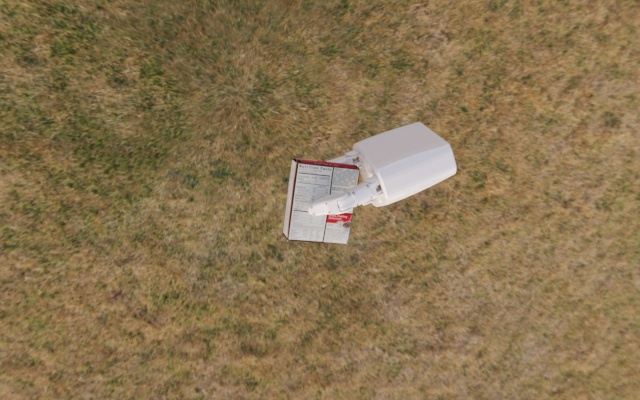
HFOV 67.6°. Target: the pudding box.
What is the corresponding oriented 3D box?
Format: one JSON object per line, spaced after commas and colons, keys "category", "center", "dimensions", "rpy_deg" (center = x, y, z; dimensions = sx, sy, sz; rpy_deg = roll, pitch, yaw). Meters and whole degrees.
{"category": "pudding box", "center": [0.000, 0.002, 0.654], "dimensions": [0.090, 0.113, 0.039], "rpy_deg": [6, 10, -13]}
